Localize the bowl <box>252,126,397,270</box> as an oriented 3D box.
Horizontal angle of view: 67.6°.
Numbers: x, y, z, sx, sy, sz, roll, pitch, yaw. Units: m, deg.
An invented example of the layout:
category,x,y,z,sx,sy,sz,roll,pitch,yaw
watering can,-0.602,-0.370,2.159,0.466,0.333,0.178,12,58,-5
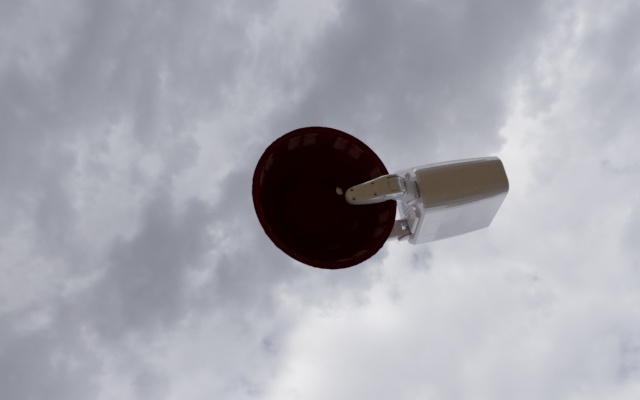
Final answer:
category,x,y,z,sx,sy,sz,roll,pitch,yaw
bowl,-0.001,0.002,0.530,0.162,0.162,0.055,0,-19,-18
